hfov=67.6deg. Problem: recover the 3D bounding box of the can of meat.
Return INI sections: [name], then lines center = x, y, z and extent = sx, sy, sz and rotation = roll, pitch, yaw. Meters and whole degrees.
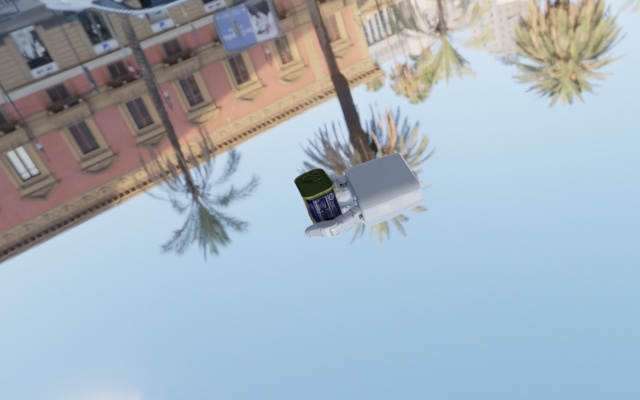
[can of meat]
center = 0.000, 0.003, 0.832
extent = 0.057, 0.084, 0.102
rotation = -23, 27, -4
